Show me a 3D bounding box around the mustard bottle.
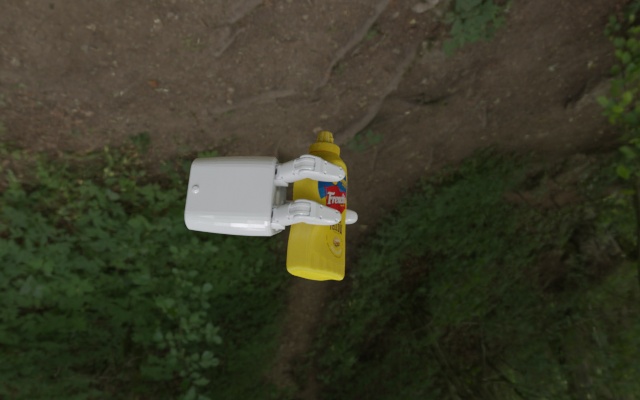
[{"bbox_3d":[0.000,0.002,0.613,0.058,0.191,0.096,-6,-19,30],"label":"mustard bottle"}]
